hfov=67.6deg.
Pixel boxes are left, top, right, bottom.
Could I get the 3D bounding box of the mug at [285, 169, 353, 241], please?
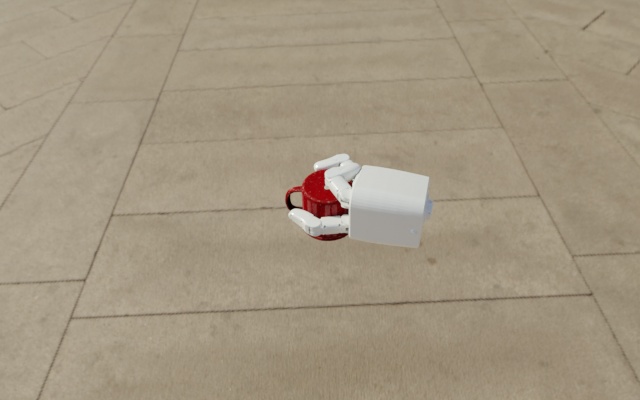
[{"bbox_3d":[-0.001,0.002,0.769,0.117,0.082,0.093,9,45,11],"label":"mug"}]
